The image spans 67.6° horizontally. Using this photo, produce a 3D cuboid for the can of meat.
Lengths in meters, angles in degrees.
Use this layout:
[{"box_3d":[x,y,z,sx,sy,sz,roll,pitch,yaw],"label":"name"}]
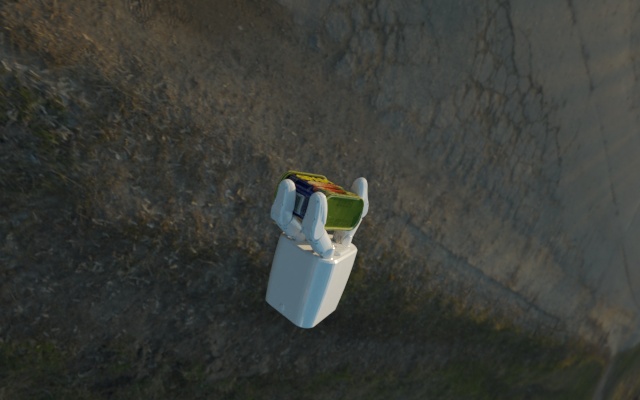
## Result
[{"box_3d":[0.000,0.002,0.665,0.084,0.057,0.102,28,14,38],"label":"can of meat"}]
